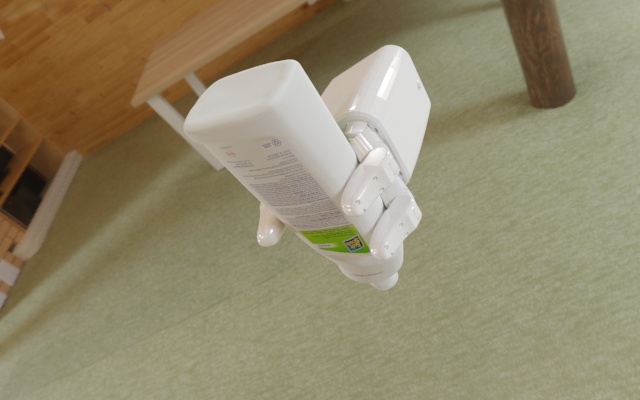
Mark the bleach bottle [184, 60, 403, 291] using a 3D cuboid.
[{"bbox_3d":[0.000,0.001,0.421,0.102,0.068,0.251,-5,-42,35],"label":"bleach bottle"}]
